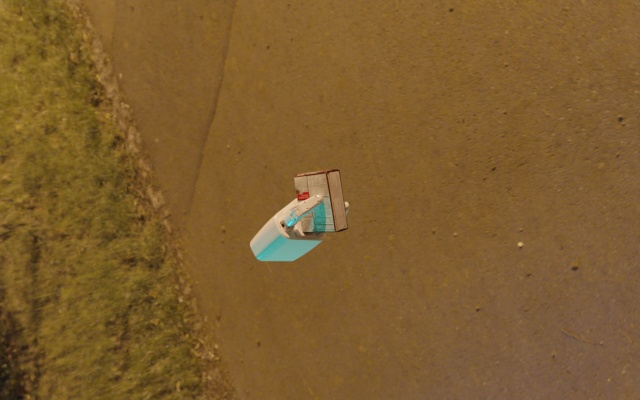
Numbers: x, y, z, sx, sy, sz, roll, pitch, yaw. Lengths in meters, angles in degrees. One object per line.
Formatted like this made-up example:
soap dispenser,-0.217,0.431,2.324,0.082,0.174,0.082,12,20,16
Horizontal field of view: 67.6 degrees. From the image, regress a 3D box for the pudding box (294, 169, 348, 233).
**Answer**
pudding box,0.000,0.003,0.879,0.090,0.113,0.039,-4,8,44
